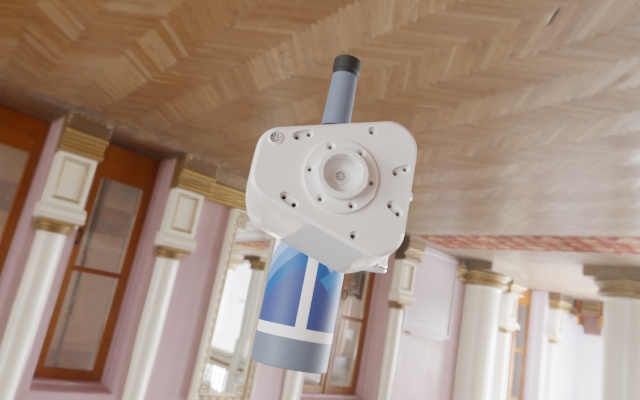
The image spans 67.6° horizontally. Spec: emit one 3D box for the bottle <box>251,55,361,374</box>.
[{"bbox_3d":[0.000,0.002,0.445,0.069,0.295,0.069,11,-13,2],"label":"bottle"}]
